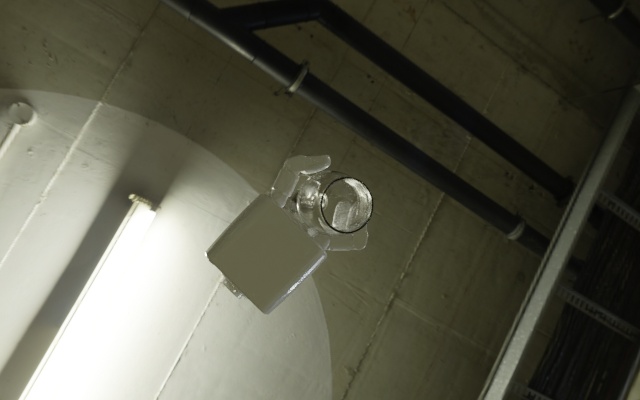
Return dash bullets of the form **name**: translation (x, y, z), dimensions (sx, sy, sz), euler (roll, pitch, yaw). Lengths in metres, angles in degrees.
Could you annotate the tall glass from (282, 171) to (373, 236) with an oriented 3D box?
- **tall glass**: translation (0.000, 0.002, 0.611), dimensions (0.079, 0.079, 0.201), euler (0, 2, -17)
